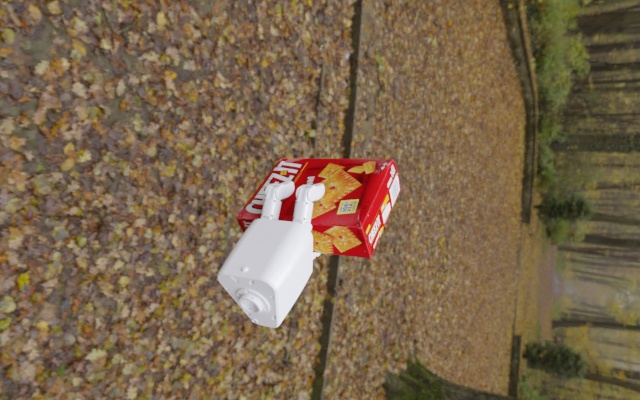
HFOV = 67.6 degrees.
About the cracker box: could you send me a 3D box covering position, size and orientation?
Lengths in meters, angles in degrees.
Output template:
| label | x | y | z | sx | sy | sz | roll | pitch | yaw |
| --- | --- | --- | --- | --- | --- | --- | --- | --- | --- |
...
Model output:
| label | x | y | z | sx | sy | sz | roll | pitch | yaw |
| --- | --- | --- | --- | --- | --- | --- | --- | --- | --- |
| cracker box | 0.000 | 0.003 | 0.755 | 0.213 | 0.072 | 0.164 | 4 | 41 | 27 |
